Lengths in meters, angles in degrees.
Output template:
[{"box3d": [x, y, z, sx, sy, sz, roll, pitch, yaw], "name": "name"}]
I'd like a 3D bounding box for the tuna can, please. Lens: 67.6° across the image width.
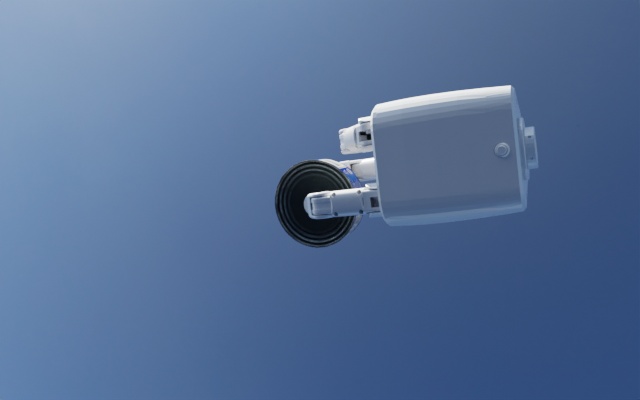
[{"box3d": [0.000, 0.001, 0.475, 0.086, 0.086, 0.034, 0, 7, 23], "name": "tuna can"}]
